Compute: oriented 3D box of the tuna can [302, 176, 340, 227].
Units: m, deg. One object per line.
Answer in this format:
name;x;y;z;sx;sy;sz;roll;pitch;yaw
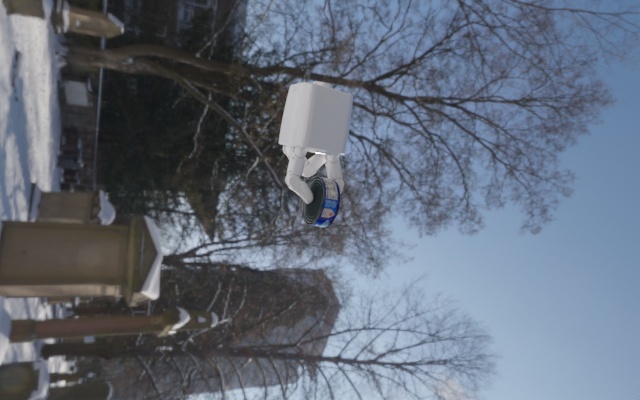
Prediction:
tuna can;0.001;0.003;0.818;0.034;0.086;0.086;10;-4;-25
